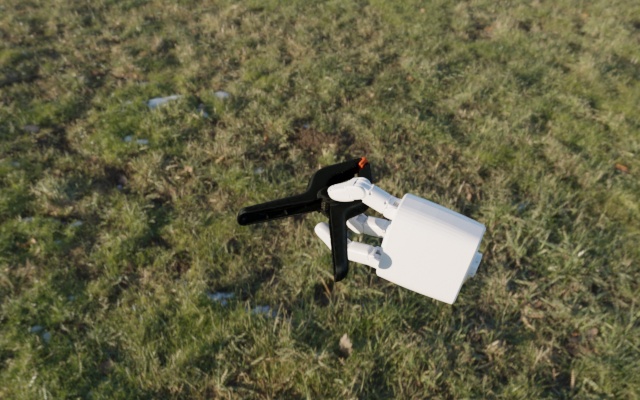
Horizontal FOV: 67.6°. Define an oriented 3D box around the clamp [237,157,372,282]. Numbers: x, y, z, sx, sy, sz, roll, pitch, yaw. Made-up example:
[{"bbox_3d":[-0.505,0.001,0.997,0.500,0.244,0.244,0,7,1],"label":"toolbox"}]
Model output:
[{"bbox_3d":[0.001,0.001,0.654,0.164,0.036,0.210,24,48,15],"label":"clamp"}]
